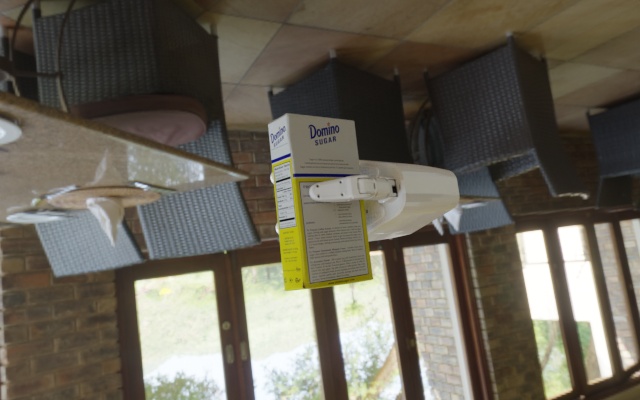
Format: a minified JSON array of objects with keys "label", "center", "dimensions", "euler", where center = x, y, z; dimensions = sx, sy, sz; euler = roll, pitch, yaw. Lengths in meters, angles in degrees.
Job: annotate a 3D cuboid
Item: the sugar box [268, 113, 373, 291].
[{"label":"sugar box","center":[0.000,0.002,0.505],"dimensions":[0.093,0.176,0.048],"euler":[-1,-10,-38]}]
